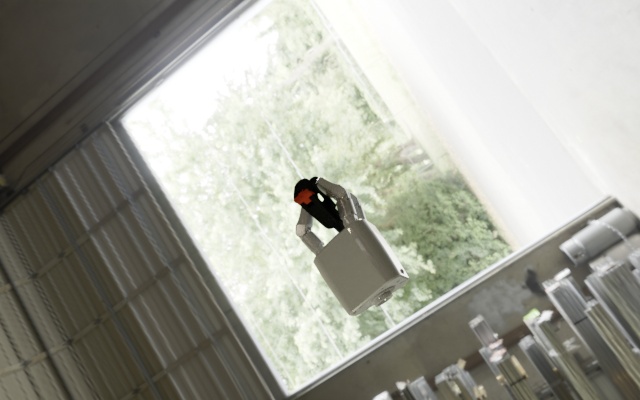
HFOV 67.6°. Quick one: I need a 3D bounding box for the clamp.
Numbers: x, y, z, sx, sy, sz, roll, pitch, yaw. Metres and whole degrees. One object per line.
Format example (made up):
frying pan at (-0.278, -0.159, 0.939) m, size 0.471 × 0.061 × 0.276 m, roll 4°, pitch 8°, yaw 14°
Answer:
clamp at (-0.001, 0.003, 0.792) m, size 0.036 × 0.164 × 0.210 m, roll -41°, pitch -25°, yaw 8°
